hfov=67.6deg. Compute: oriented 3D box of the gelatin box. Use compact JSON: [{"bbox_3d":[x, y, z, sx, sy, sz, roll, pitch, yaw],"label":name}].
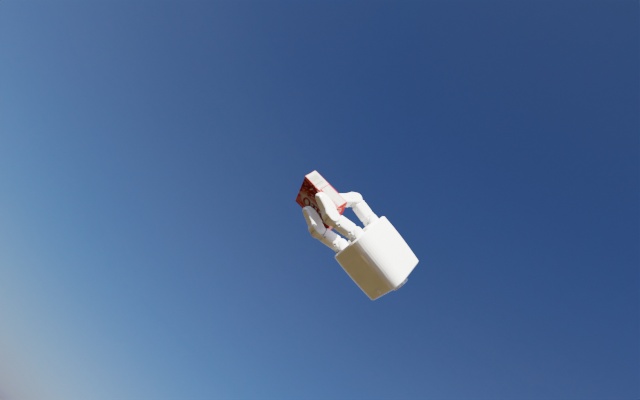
[{"bbox_3d":[0.000,0.002,0.864,0.030,0.089,0.073,-31,-22,-37],"label":"gelatin box"}]
